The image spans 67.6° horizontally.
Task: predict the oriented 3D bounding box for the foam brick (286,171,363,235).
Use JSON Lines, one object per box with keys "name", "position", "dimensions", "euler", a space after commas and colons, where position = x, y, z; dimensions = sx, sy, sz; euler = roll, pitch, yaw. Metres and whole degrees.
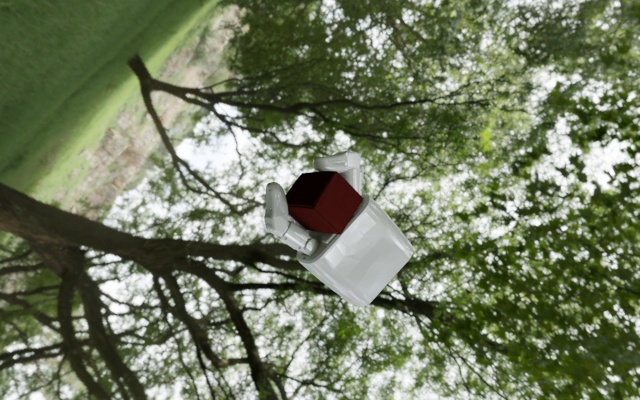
{"name": "foam brick", "position": [0.000, 0.002, 0.554], "dimensions": [0.051, 0.053, 0.078], "euler": [44, -21, -26]}
